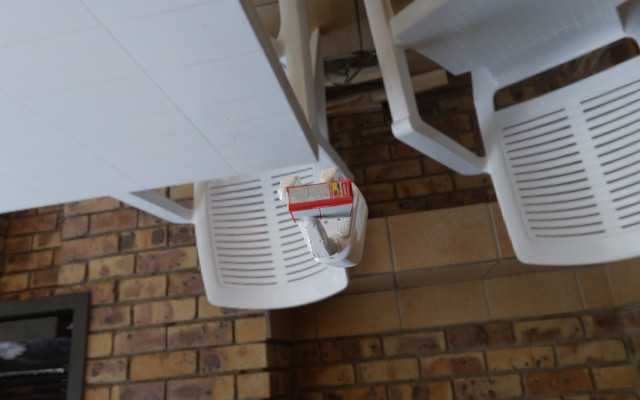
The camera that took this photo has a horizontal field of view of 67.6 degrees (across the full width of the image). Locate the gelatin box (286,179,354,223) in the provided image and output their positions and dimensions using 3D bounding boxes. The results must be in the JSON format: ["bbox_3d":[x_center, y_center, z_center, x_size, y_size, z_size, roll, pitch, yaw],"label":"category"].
[{"bbox_3d":[0.000,0.002,0.562,0.073,0.030,0.089,-7,-12,0],"label":"gelatin box"}]
